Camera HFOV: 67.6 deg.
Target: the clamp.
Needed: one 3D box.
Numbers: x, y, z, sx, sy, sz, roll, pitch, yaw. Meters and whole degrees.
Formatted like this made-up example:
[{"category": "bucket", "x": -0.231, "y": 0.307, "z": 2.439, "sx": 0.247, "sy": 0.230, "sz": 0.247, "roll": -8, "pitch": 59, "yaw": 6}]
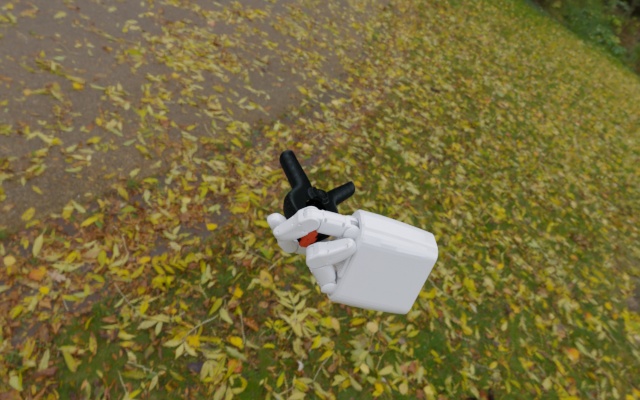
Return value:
[{"category": "clamp", "x": 0.000, "y": 0.002, "z": 0.641, "sx": 0.120, "sy": 0.039, "sz": 0.171, "roll": 16, "pitch": 38, "yaw": -16}]
